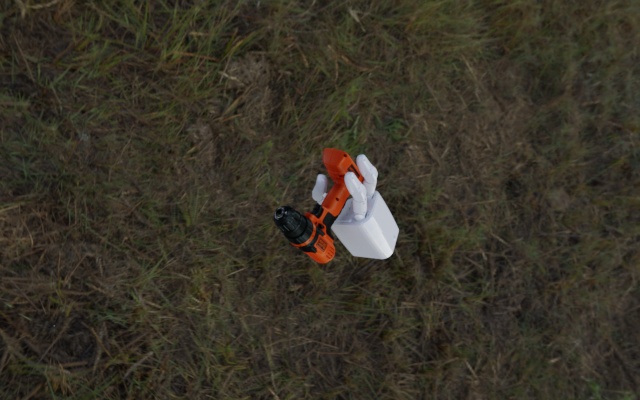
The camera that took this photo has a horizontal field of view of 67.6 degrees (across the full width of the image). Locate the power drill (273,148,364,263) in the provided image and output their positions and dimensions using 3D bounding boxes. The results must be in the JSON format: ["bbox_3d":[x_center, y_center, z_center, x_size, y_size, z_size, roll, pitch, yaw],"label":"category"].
[{"bbox_3d":[0.000,0.003,0.859,0.057,0.187,0.184,17,-18,33],"label":"power drill"}]
